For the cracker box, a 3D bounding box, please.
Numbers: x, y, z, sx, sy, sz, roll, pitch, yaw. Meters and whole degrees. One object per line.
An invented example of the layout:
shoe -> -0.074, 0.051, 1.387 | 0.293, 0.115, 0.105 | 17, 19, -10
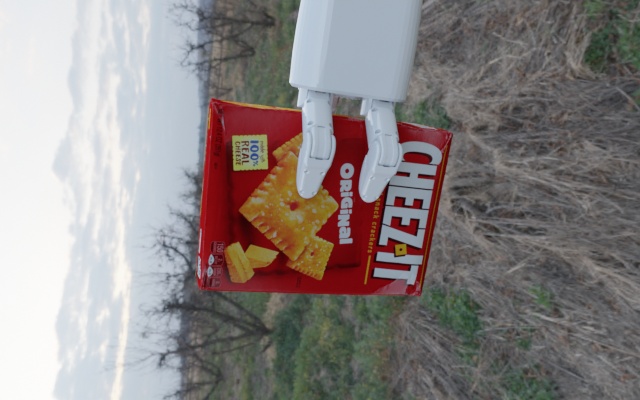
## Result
cracker box -> 0.000, 0.001, 0.442 | 0.214, 0.164, 0.072 | 5, 14, -14
